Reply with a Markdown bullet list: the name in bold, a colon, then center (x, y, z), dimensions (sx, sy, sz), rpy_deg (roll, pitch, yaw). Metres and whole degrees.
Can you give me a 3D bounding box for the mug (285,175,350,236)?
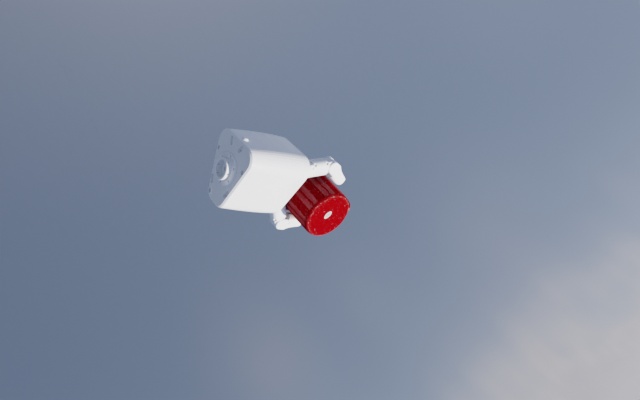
- **mug**: center (0.001, 0.003, 0.775), dimensions (0.117, 0.093, 0.081), rpy_deg (3, 33, -43)
